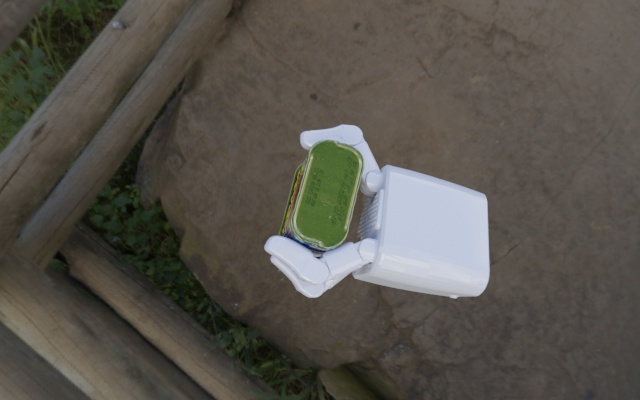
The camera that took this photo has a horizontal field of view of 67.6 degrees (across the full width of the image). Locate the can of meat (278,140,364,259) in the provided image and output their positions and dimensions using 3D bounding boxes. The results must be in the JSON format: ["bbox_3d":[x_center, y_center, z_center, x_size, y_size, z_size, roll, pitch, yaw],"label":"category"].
[{"bbox_3d":[0.000,0.001,0.452,0.057,0.102,0.084,16,-14,-7],"label":"can of meat"}]
